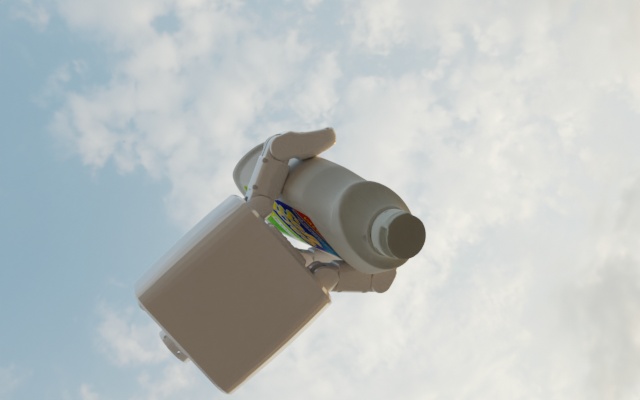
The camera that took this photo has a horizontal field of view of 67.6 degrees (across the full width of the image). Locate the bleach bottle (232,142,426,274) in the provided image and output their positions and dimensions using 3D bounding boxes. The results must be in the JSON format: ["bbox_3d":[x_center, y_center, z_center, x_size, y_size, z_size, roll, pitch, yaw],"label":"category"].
[{"bbox_3d":[0.000,0.001,0.401,0.068,0.102,0.251,-42,20,-13],"label":"bleach bottle"}]
